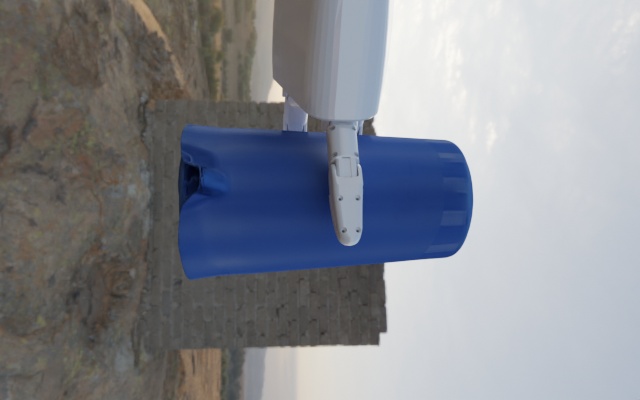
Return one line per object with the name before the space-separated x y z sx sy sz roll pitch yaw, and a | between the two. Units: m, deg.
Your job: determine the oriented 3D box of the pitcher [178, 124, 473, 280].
pitcher | 0.000 0.001 0.435 0.243 0.145 0.149 0 32 -6
